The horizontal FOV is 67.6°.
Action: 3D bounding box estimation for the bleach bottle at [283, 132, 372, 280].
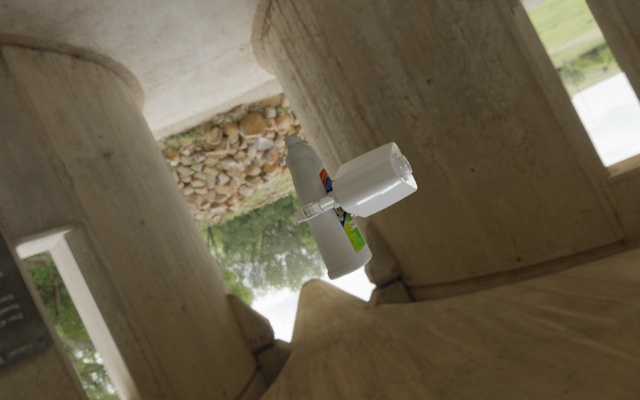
[{"bbox_3d":[0.000,0.003,0.813,0.068,0.251,0.102,-27,-2,22],"label":"bleach bottle"}]
